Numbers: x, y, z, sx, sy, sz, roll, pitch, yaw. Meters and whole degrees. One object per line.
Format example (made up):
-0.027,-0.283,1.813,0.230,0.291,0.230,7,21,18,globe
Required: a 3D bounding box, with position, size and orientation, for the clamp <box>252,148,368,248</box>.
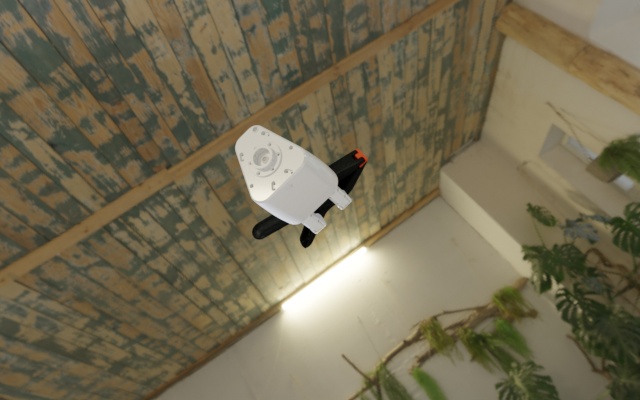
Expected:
0.000,0.002,0.790,0.210,0.036,0.164,-44,-25,6,clamp
